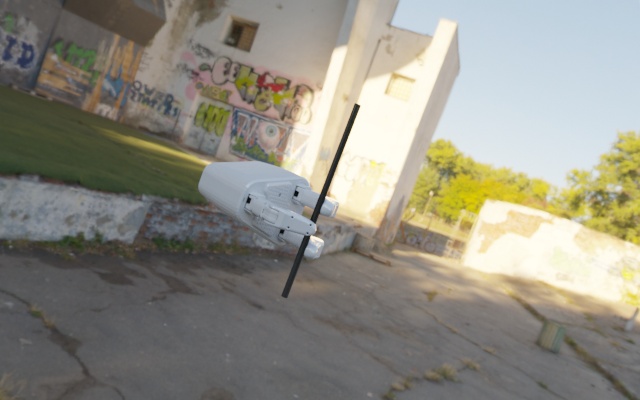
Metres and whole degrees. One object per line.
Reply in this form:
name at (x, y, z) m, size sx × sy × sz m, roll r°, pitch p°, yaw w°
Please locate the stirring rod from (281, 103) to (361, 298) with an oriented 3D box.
stirring rod at (0.000, 0.002, 0.556) m, size 0.011 × 0.239 × 0.011 m, roll 21°, pitch 4°, yaw -2°
